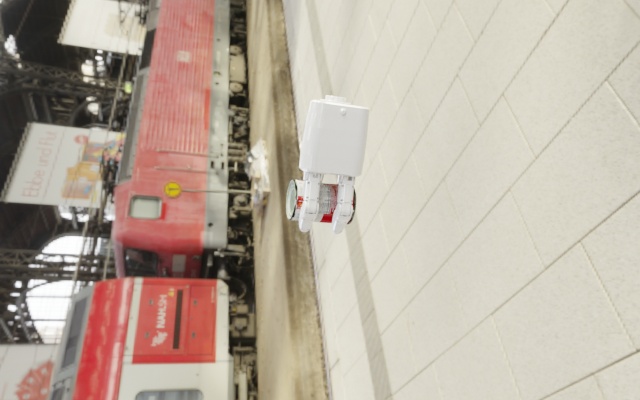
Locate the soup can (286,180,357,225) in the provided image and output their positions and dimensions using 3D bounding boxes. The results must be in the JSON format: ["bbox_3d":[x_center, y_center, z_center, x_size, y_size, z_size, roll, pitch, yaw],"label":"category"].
[{"bbox_3d":[0.000,0.003,0.785,0.102,0.068,0.068,5,-1,-16],"label":"soup can"}]
